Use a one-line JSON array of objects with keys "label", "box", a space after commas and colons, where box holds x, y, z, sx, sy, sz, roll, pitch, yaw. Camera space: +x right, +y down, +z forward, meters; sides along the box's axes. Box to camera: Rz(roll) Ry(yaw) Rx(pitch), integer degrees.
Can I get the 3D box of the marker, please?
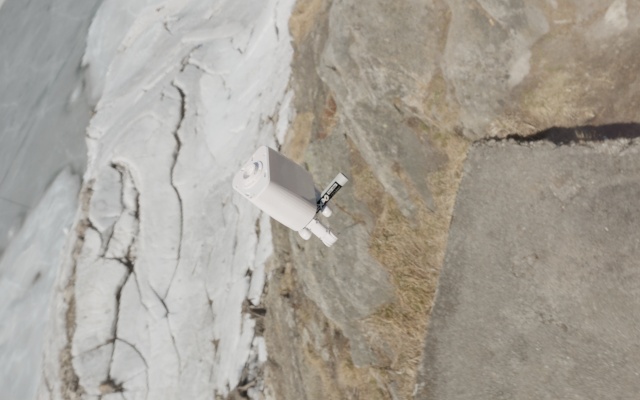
[{"label": "marker", "box": [0.000, 0.003, 0.803, 0.020, 0.121, 0.020, 40, 12, -10]}]
